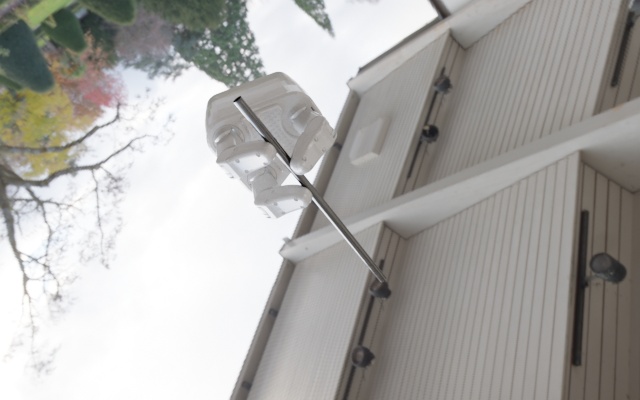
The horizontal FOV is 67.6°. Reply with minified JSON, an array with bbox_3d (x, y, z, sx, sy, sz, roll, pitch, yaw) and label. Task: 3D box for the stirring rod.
[{"bbox_3d":[0.000,0.001,0.433,0.011,0.011,0.240,0,-42,46],"label":"stirring rod"}]
